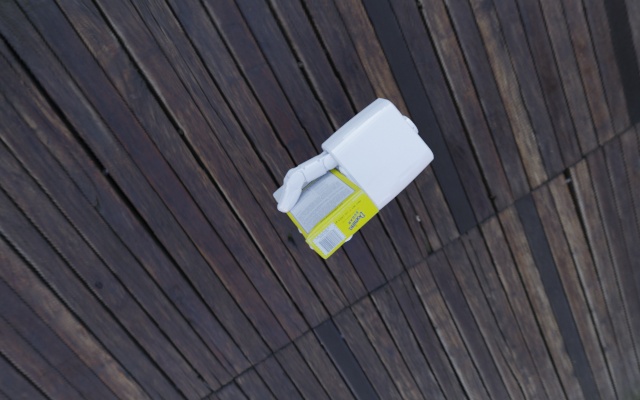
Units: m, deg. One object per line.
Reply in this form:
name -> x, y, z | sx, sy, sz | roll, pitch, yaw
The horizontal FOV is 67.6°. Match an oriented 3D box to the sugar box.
sugar box -> 0.001, 0.002, 0.652 | 0.093, 0.048, 0.176 | -41, 24, -1
